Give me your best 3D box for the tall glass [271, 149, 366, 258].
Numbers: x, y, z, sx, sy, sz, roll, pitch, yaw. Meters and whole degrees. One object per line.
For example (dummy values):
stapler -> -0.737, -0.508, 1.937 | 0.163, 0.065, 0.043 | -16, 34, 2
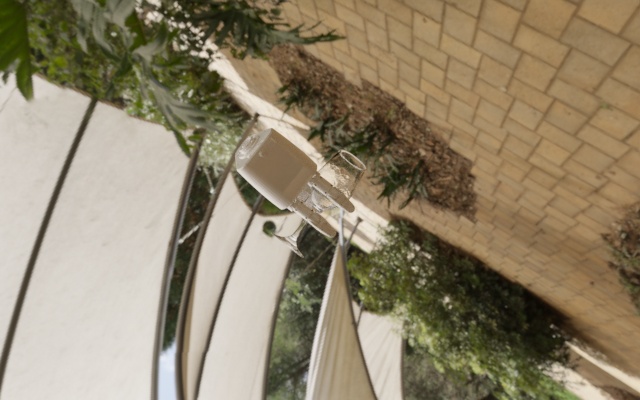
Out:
tall glass -> 0.000, 0.003, 0.873 | 0.079, 0.201, 0.079 | 37, -6, 5
